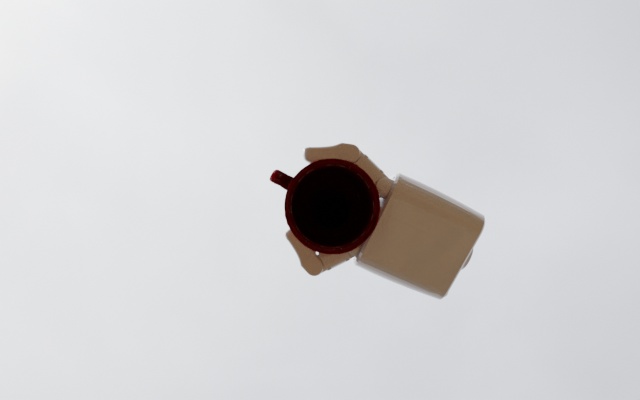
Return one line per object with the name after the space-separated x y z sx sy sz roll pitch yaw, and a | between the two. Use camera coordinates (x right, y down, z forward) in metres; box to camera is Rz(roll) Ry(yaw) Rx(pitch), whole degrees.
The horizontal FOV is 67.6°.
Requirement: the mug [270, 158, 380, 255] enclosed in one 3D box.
-0.001 0.001 0.499 0.117 0.093 0.081 26 -2 0 | mug
